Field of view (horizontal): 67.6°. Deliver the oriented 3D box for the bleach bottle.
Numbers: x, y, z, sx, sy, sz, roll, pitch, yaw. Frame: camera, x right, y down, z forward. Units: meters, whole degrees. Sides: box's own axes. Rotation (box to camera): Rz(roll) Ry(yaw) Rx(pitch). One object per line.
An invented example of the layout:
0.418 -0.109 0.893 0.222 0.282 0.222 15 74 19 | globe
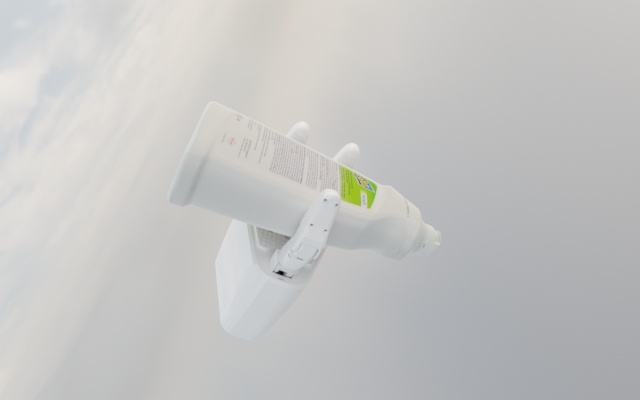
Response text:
0.000 0.001 0.437 0.251 0.068 0.102 23 38 -15 | bleach bottle
